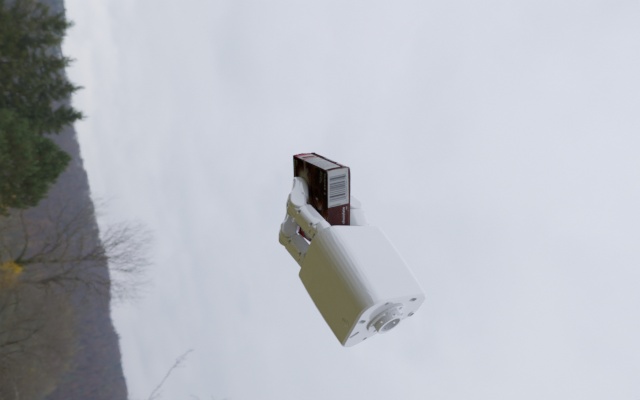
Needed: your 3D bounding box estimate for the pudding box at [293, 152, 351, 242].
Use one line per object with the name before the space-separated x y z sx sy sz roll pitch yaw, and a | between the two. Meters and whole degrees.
pudding box | 0.000 0.002 0.616 0.039 0.113 0.090 -10 22 -30
